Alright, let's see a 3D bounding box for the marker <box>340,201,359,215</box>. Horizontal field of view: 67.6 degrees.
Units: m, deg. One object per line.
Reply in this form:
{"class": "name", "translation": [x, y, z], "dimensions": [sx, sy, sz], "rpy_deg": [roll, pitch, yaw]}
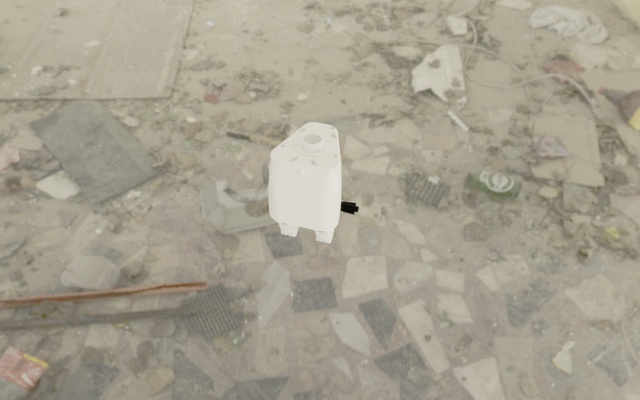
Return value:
{"class": "marker", "translation": [0.000, 0.002, 0.746], "dimensions": [0.121, 0.020, 0.020], "rpy_deg": [11, 2, 9]}
